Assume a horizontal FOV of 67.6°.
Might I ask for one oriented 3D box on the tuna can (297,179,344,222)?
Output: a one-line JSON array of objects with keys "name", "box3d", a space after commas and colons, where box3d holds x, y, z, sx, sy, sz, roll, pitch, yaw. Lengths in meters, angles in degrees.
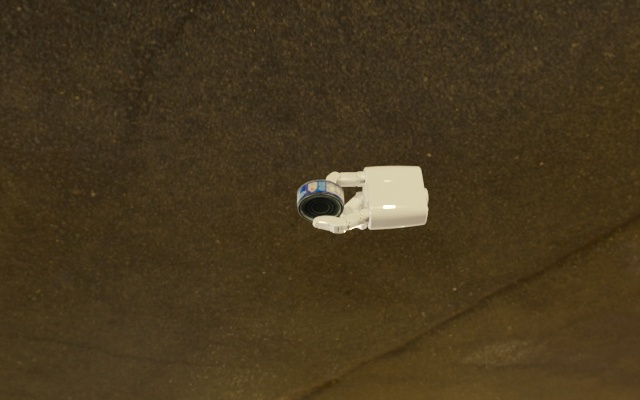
[{"name": "tuna can", "box3d": [0.000, 0.003, 0.860, 0.086, 0.033, 0.086, 0, -41, 0]}]
